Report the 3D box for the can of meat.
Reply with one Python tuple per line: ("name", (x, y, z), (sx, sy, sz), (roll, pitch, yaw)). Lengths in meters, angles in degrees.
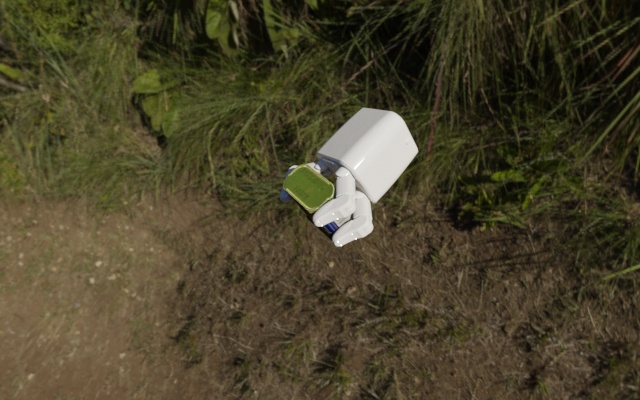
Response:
("can of meat", (0.000, 0.002, 0.702), (0.102, 0.057, 0.084), (40, -8, 45))
